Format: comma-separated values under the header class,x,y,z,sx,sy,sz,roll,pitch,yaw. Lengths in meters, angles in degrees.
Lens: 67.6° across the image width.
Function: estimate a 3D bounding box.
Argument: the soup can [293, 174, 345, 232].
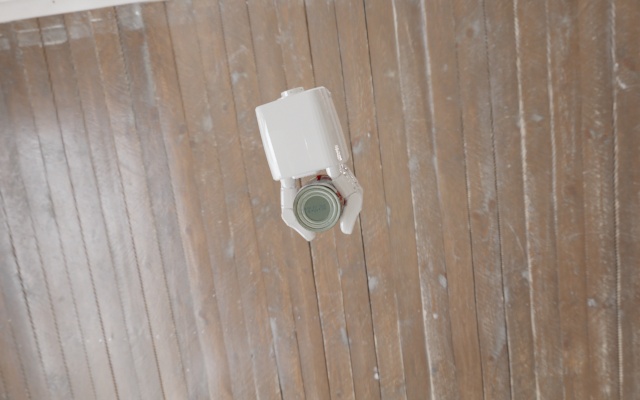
class,x,y,z,sx,sy,sz,roll,pitch,yaw
soup can,0.000,0.003,0.685,0.068,0.068,0.102,0,10,5
